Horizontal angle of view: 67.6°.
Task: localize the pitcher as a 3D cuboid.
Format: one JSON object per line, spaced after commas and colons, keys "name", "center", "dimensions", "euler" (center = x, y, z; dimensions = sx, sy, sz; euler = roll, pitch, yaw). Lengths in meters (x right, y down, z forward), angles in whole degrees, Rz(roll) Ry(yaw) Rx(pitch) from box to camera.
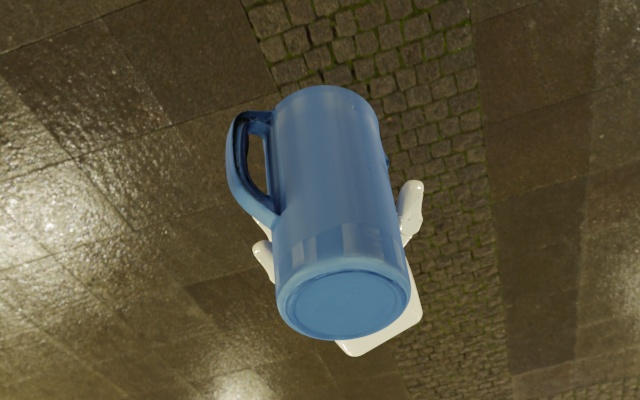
{"name": "pitcher", "center": [0.000, 0.002, 0.458], "dimensions": [0.149, 0.145, 0.242], "euler": [-17, 41, 9]}
